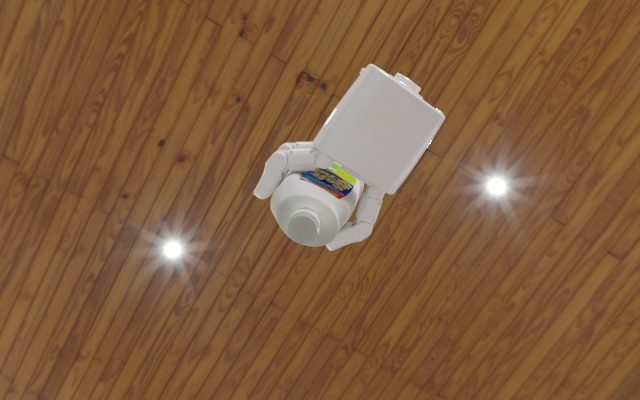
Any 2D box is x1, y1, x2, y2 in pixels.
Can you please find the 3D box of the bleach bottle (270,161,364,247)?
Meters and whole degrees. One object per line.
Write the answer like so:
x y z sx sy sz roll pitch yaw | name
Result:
0.000 0.002 0.560 0.102 0.068 0.250 32 14 -4 | bleach bottle
